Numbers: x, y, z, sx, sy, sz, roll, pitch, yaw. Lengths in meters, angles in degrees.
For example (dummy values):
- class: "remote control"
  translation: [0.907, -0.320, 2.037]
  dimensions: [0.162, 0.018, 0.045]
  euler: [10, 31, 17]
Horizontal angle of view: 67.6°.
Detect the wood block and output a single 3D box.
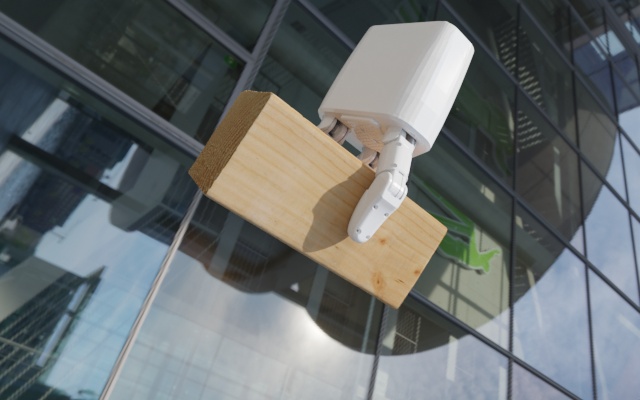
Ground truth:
- class: "wood block"
  translation: [0.001, 0.001, 0.424]
  dimensions: [0.206, 0.090, 0.091]
  euler: [34, -2, -27]
